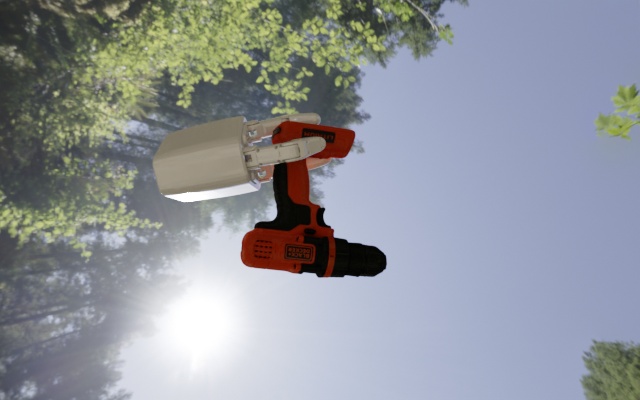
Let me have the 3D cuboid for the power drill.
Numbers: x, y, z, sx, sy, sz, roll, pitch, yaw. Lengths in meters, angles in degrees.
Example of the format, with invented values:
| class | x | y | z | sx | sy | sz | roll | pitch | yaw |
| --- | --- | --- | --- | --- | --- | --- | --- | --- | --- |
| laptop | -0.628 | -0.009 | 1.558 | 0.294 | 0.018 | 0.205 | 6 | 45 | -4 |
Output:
| class | x | y | z | sx | sy | sz | roll | pitch | yaw |
| --- | --- | --- | --- | --- | --- | --- | --- | --- | --- |
| power drill | 0.000 | 0.001 | 0.600 | 0.184 | 0.187 | 0.057 | 7 | -11 | -14 |
